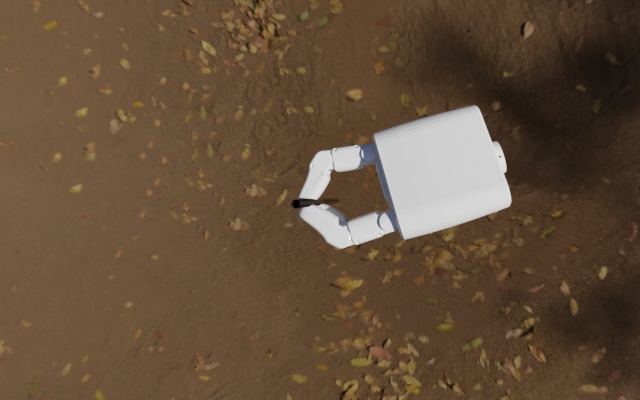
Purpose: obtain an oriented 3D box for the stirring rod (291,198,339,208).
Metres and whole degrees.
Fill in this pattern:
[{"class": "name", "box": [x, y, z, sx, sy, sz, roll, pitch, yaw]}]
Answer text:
[{"class": "stirring rod", "box": [0.000, 0.002, 0.538, 0.011, 0.011, 0.239, 0, 1, 11]}]
